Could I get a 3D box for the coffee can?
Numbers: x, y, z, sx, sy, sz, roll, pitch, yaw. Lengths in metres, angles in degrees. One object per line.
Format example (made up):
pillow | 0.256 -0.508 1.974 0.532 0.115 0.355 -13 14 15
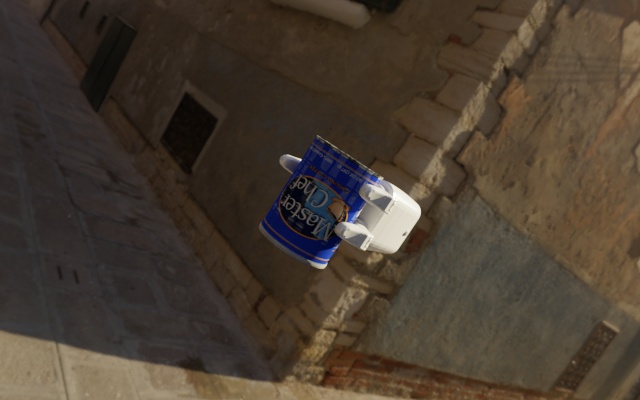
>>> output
coffee can | 0.000 0.002 0.618 0.103 0.140 0.103 32 7 -4
